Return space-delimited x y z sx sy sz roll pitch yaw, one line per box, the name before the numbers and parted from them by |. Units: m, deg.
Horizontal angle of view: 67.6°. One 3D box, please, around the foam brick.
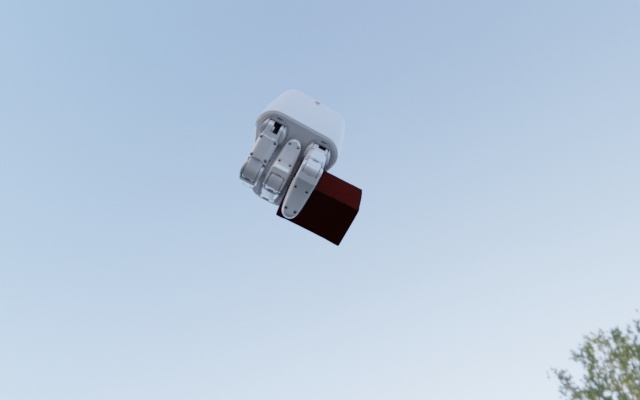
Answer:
foam brick | 0.000 0.002 0.524 0.078 0.053 0.051 28 29 -5
